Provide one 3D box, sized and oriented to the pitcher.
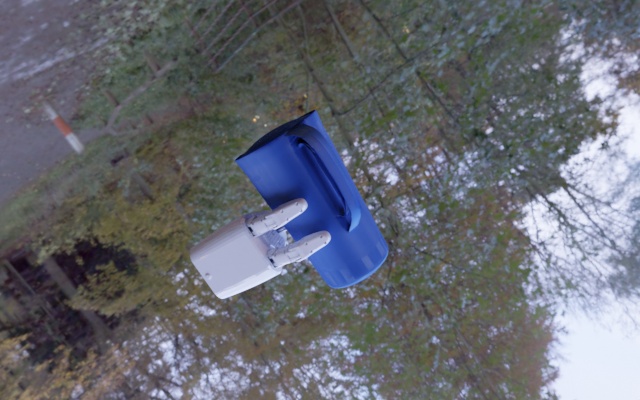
[{"bbox_3d":[0.000,0.002,0.681,0.145,0.243,0.149,-28,13,20],"label":"pitcher"}]
